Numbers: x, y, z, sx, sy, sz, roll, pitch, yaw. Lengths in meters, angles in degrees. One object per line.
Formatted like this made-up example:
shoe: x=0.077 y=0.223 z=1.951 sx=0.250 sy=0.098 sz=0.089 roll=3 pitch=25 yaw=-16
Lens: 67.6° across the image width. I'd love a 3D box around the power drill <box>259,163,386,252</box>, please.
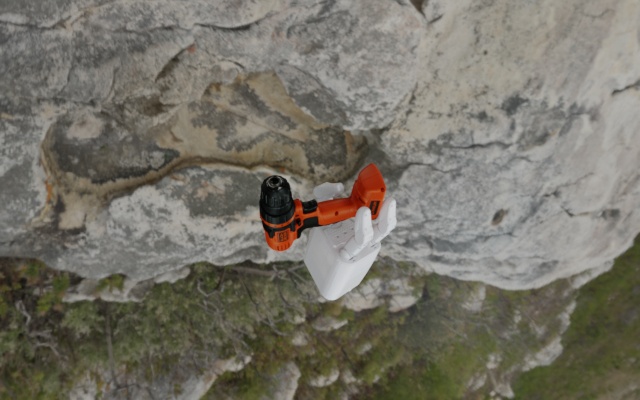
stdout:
power drill: x=0.001 y=0.002 z=0.717 sx=0.187 sy=0.057 sz=0.184 roll=-15 pitch=-27 yaw=-11
